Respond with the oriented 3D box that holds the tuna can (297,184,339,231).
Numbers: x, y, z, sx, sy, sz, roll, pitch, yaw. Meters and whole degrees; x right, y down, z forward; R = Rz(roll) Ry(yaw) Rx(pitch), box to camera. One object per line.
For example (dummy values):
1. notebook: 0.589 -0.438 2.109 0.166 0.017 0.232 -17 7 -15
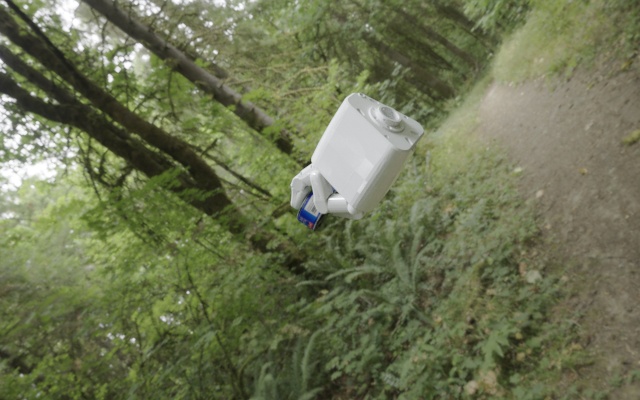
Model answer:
1. tuna can: 0.000 0.002 0.728 0.034 0.086 0.086 32 4 7
